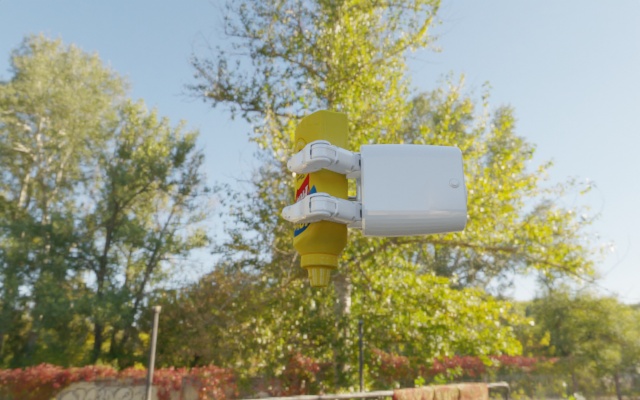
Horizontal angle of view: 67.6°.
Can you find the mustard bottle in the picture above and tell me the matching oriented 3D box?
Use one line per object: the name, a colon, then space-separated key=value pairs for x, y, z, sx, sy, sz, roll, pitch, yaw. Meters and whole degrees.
mustard bottle: x=0.000 y=0.002 z=0.544 sx=0.058 sy=0.191 sz=0.096 roll=6 pitch=-17 yaw=-20
